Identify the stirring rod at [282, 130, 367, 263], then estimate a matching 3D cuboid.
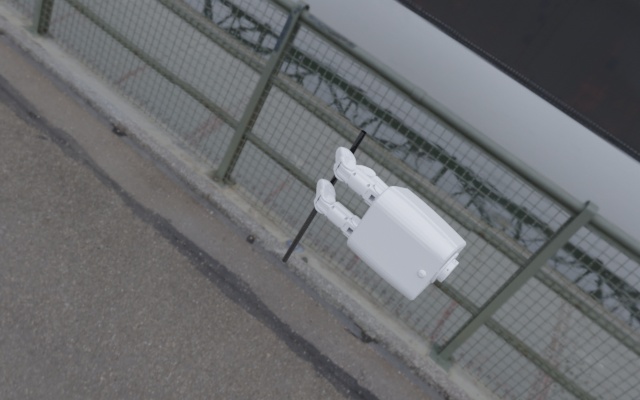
[{"bbox_3d":[0.000,0.002,0.663,0.011,0.240,0.011,23,31,-15],"label":"stirring rod"}]
